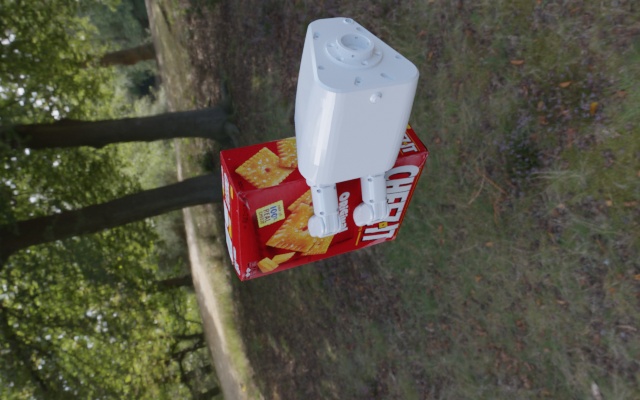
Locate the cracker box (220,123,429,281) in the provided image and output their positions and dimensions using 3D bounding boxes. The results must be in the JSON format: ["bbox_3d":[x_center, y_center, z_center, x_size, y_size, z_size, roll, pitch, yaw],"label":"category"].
[{"bbox_3d":[0.000,0.002,0.549,0.213,0.072,0.164,-13,-37,-18],"label":"cracker box"}]
